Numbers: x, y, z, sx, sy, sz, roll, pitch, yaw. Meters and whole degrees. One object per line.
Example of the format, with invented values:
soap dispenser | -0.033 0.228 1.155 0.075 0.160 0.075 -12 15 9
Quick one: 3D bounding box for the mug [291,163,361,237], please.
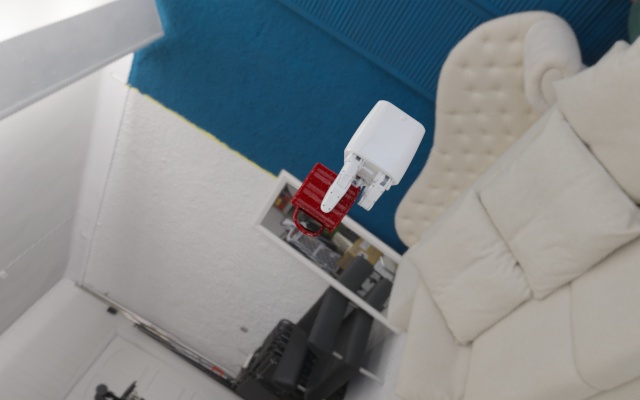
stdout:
mug | -0.001 0.004 0.770 0.081 0.117 0.093 34 -16 -4
